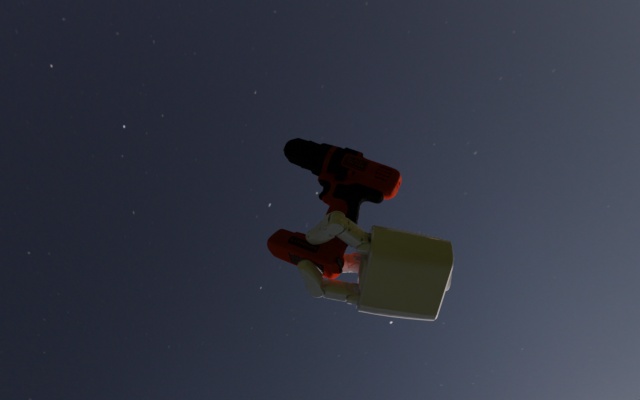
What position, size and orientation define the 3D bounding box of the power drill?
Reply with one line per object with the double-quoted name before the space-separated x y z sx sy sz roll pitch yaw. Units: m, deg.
"power drill" 0.000 0.003 0.675 0.184 0.187 0.057 20 -25 18
